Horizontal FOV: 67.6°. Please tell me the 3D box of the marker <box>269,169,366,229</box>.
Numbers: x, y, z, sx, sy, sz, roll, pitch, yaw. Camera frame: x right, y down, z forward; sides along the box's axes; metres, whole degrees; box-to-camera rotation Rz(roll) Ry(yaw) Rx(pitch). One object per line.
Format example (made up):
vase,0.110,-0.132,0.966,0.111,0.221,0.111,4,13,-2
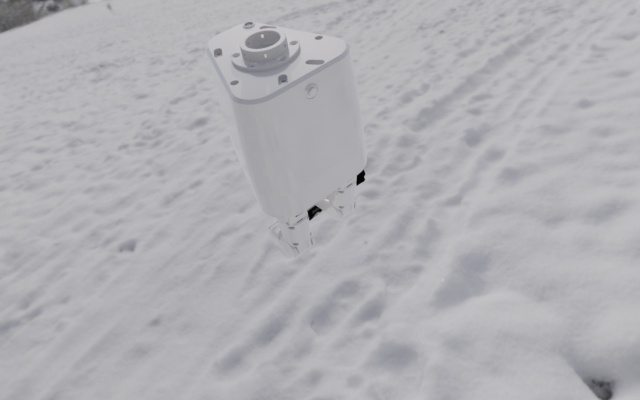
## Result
marker,0.000,0.002,0.489,0.121,0.020,0.020,-36,15,-22
